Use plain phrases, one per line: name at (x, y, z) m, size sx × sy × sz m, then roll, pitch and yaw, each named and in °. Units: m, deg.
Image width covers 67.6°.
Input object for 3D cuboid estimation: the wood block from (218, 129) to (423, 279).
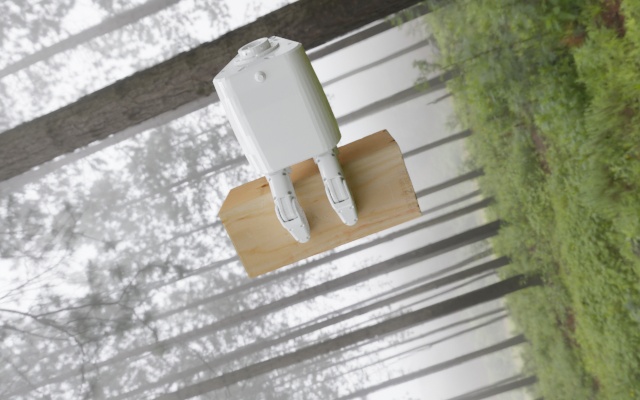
wood block at (0.000, 0.001, 0.558) m, size 0.206 × 0.090 × 0.090 m, roll -20°, pitch 19°, yaw 6°
